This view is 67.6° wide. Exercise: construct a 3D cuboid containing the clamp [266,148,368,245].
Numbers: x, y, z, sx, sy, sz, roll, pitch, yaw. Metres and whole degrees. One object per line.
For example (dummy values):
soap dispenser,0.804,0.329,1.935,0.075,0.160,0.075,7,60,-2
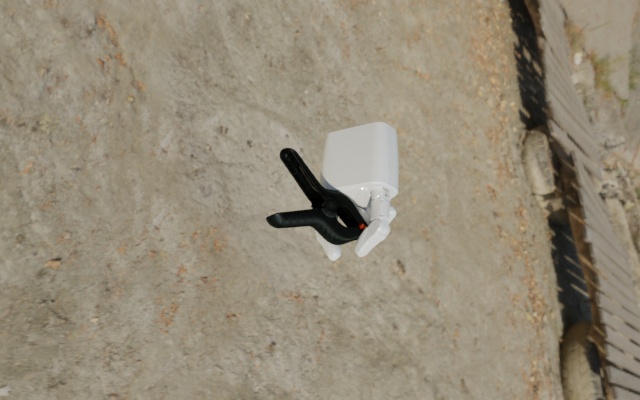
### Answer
clamp,0.001,0.002,0.655,0.171,0.120,0.039,25,-30,-38
